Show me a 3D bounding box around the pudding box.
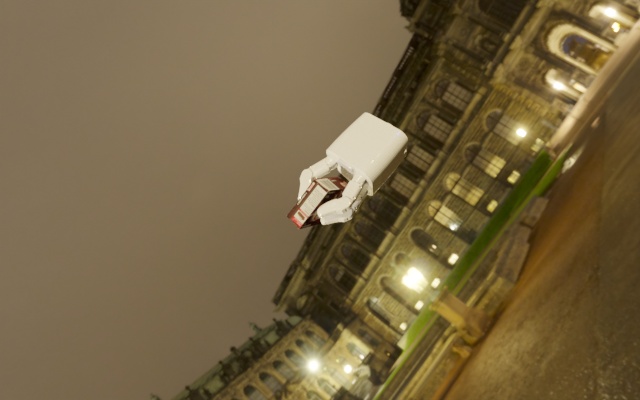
[{"bbox_3d":[0.000,0.003,0.856,0.039,0.090,0.113,43,20,18],"label":"pudding box"}]
